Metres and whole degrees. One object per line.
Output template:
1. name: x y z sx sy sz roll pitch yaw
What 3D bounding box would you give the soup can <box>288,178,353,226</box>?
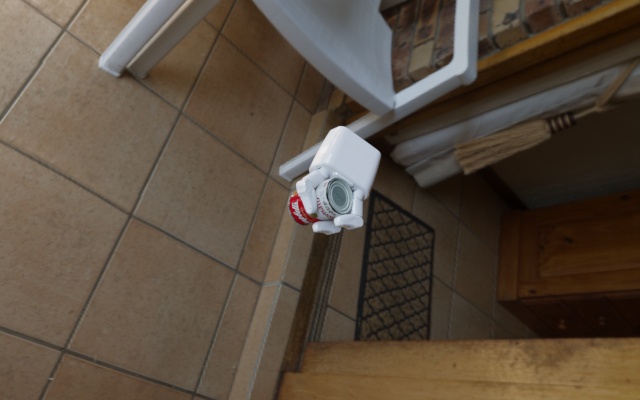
1. soup can: 0.000 0.003 0.856 0.102 0.068 0.068 -17 -12 43
